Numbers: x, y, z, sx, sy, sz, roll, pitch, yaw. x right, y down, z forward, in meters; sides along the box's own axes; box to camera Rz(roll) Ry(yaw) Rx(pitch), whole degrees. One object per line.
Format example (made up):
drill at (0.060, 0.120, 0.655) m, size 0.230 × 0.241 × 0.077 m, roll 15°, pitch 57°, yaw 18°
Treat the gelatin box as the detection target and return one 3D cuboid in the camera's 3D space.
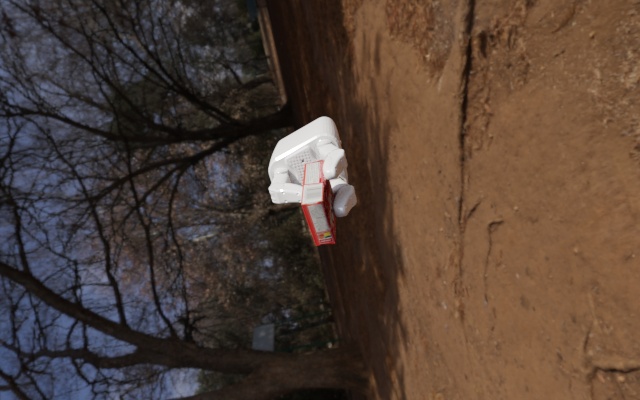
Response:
gelatin box at (0.000, 0.002, 0.620) m, size 0.030 × 0.073 × 0.089 m, roll -9°, pitch 39°, yaw 10°
